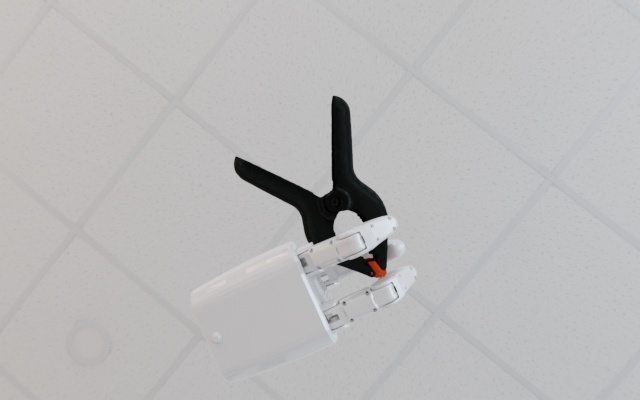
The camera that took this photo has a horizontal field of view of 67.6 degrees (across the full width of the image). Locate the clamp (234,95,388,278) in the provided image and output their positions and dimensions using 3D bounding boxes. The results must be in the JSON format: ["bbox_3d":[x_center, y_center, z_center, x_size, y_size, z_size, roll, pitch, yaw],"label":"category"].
[{"bbox_3d":[0.000,0.002,0.445,0.120,0.171,0.039,-24,-1,2],"label":"clamp"}]
